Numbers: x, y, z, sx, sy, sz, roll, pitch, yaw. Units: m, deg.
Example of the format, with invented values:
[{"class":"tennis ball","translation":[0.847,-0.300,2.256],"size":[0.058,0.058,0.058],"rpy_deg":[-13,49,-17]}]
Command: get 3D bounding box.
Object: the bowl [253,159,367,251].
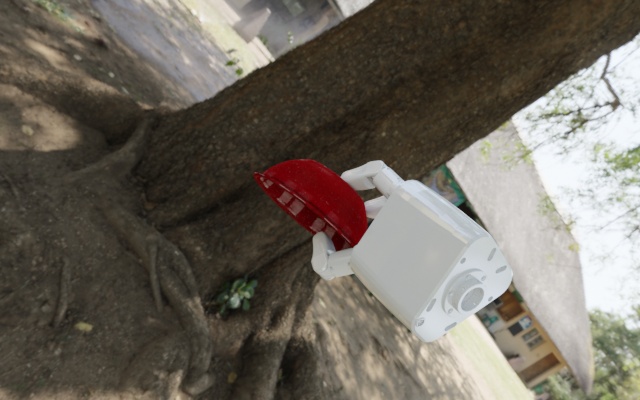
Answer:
[{"class":"bowl","translation":[-0.001,0.001,0.561],"size":[0.162,0.055,0.162],"rpy_deg":[37,-11,8]}]
